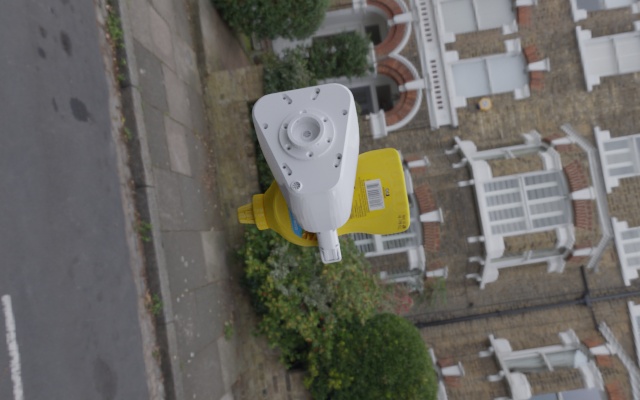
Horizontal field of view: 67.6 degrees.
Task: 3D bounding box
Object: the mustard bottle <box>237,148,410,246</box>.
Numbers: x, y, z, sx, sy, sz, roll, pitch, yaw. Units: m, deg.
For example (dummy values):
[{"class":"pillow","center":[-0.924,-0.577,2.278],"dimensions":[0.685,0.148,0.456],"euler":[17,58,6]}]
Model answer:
[{"class":"mustard bottle","center":[0.000,0.002,0.547],"dimensions":[0.191,0.096,0.058],"euler":[-9,6,2]}]
